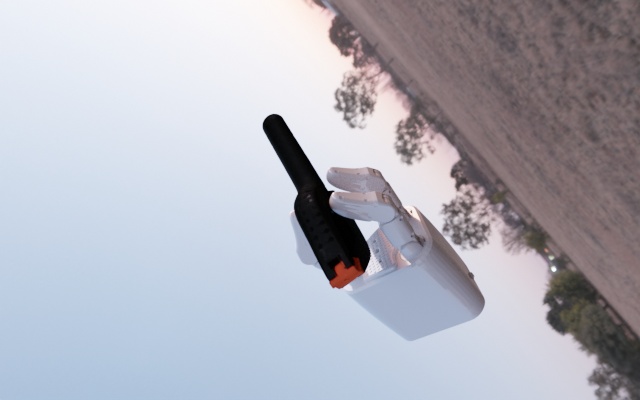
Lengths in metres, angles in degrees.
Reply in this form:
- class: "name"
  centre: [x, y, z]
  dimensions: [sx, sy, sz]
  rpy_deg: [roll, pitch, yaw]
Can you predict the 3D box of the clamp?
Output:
- class: "clamp"
  centre: [0.000, 0.002, 0.472]
  dimensions: [0.036, 0.165, 0.210]
  rpy_deg: [-38, 24, 15]
